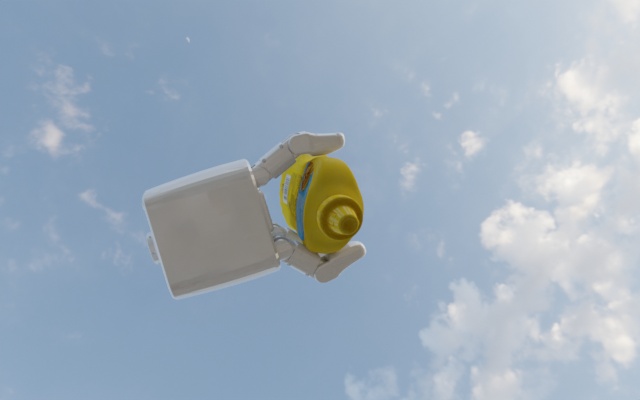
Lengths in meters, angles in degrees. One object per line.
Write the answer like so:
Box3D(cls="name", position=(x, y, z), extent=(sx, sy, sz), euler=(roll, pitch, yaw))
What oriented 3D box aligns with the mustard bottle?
Box3D(cls="mustard bottle", position=(0.000, 0.002, 0.492), extent=(0.058, 0.096, 0.191), euler=(7, 10, -15))
